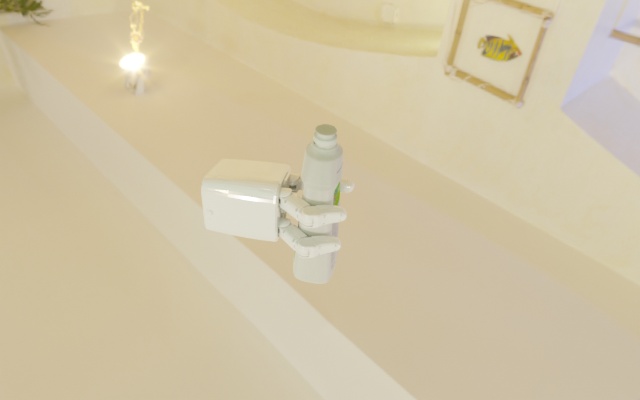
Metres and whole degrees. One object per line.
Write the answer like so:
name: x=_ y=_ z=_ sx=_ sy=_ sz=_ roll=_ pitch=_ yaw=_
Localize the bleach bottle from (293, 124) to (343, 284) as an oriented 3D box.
bleach bottle: x=0.000 y=0.002 z=0.689 sx=0.068 sy=0.251 sz=0.102 roll=9 pitch=39 yaw=4
